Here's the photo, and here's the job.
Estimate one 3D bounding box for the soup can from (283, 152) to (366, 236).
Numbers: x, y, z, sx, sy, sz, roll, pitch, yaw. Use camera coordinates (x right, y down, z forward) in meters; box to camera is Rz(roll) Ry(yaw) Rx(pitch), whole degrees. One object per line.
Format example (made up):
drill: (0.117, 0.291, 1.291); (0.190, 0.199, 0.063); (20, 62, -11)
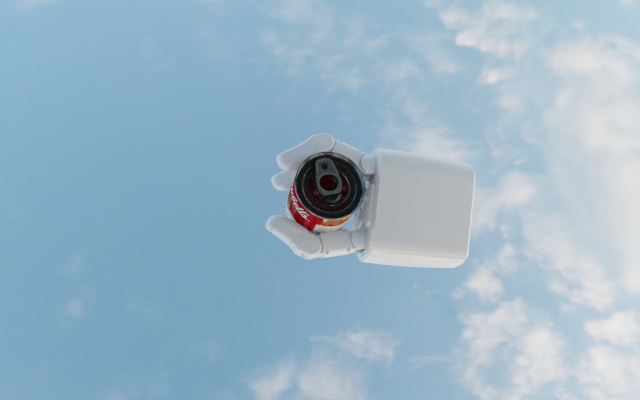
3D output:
soup can: (0.000, 0.002, 0.490); (0.068, 0.068, 0.102); (0, -19, -11)
